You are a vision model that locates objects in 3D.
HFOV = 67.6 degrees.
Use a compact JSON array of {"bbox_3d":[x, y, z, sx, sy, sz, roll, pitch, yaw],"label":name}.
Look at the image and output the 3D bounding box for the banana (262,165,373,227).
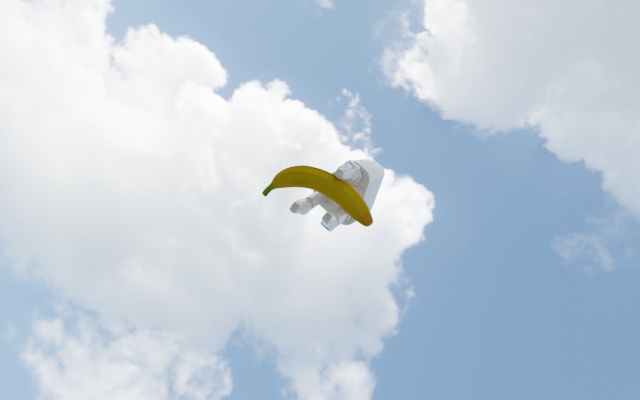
[{"bbox_3d":[0.001,-0.016,0.781,0.198,0.069,0.037,16,11,21],"label":"banana"}]
